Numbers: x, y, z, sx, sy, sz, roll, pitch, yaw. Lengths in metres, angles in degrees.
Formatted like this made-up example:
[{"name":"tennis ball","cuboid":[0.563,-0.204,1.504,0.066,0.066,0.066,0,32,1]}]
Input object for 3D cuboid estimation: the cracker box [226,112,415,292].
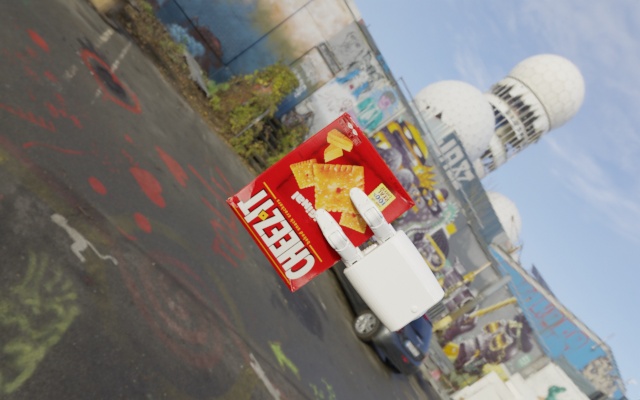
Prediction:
[{"name":"cracker box","cuboid":[0.000,0.002,0.686,0.214,0.164,0.072,-36,-1,3]}]
